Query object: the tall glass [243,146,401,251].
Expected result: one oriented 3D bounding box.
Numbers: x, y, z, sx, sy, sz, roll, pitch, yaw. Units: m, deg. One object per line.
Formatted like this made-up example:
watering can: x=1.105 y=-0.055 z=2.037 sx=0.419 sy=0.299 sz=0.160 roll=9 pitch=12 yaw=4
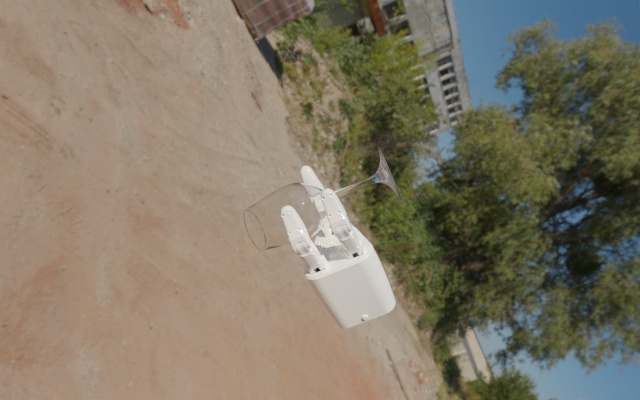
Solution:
tall glass: x=0.001 y=0.002 z=0.635 sx=0.201 sy=0.079 sz=0.079 roll=-23 pitch=-4 yaw=9
